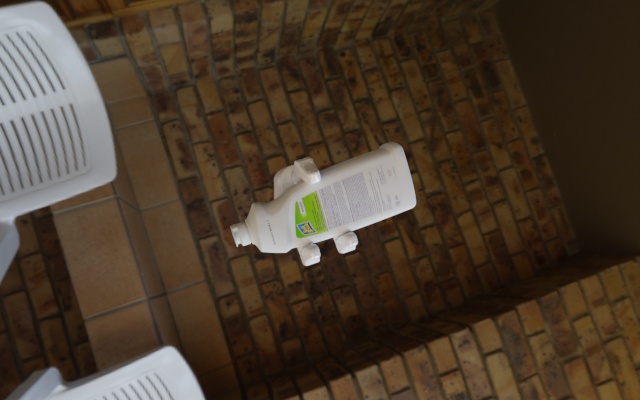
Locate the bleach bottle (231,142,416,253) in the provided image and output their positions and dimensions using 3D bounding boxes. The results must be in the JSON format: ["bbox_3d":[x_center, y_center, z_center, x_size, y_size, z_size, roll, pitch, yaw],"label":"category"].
[{"bbox_3d":[0.000,0.002,0.653,0.251,0.102,0.068,-18,6,-12],"label":"bleach bottle"}]
